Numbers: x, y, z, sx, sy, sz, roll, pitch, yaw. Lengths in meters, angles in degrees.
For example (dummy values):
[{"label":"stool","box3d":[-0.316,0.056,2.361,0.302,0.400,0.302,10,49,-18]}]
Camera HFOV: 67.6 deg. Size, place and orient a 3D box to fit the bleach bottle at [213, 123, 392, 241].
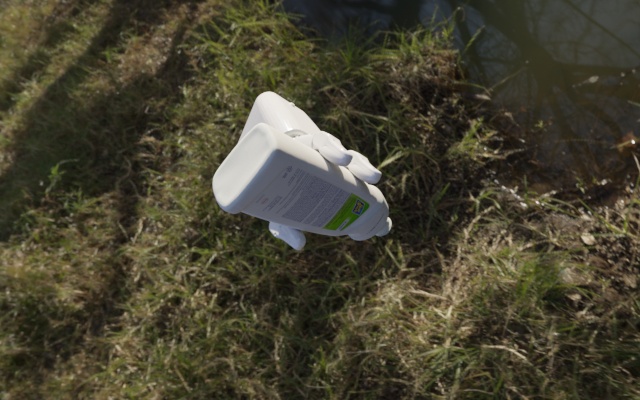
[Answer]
[{"label":"bleach bottle","box3d":[0.000,0.002,0.583,0.251,0.102,0.068,26,23,-43]}]
